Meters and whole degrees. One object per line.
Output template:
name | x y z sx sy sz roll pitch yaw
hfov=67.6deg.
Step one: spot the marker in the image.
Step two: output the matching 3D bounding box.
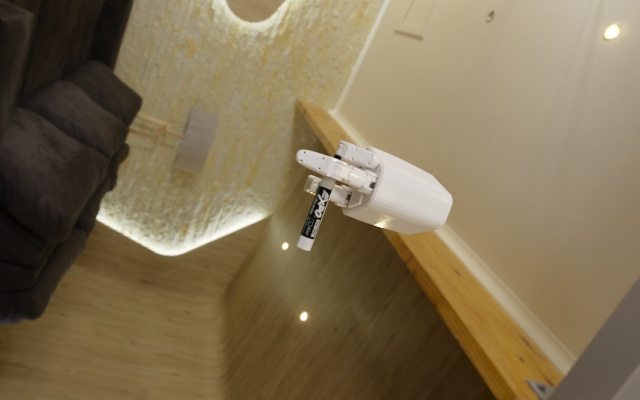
marker | 0.000 0.002 0.577 0.020 0.121 0.020 21 3 -1
